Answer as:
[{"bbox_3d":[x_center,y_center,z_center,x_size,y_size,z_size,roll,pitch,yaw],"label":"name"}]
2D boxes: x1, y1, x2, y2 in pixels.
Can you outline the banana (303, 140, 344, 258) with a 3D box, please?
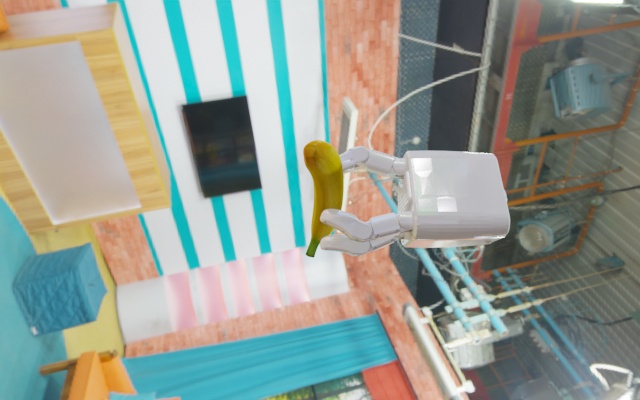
[{"bbox_3d":[0.005,-0.010,0.544,0.037,0.069,0.198,11,-37,10],"label":"banana"}]
